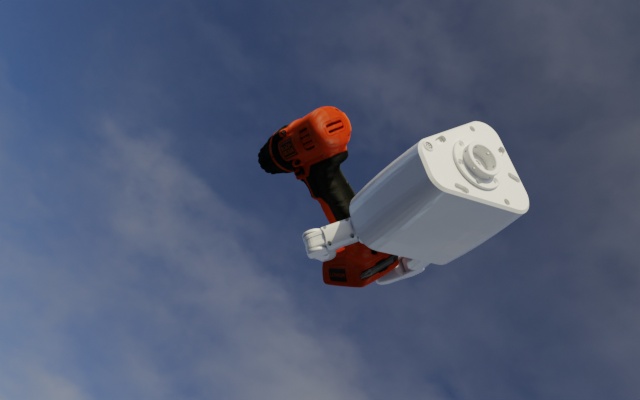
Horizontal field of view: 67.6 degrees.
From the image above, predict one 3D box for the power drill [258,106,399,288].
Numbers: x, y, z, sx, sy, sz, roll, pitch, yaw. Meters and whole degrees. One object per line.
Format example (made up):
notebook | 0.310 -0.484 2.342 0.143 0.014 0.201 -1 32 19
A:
power drill | 0.000 0.002 0.532 0.057 0.187 0.184 -28 6 -24
